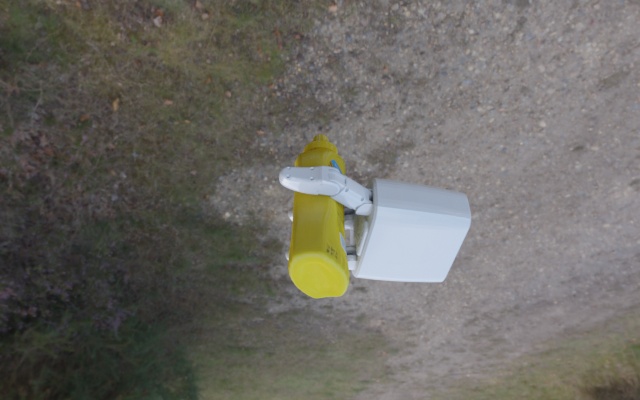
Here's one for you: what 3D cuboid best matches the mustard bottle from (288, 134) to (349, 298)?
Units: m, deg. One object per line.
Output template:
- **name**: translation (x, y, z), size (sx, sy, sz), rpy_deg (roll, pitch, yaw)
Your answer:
- **mustard bottle**: translation (0.000, 0.002, 0.525), size (0.058, 0.191, 0.096), rpy_deg (-8, -37, 12)
